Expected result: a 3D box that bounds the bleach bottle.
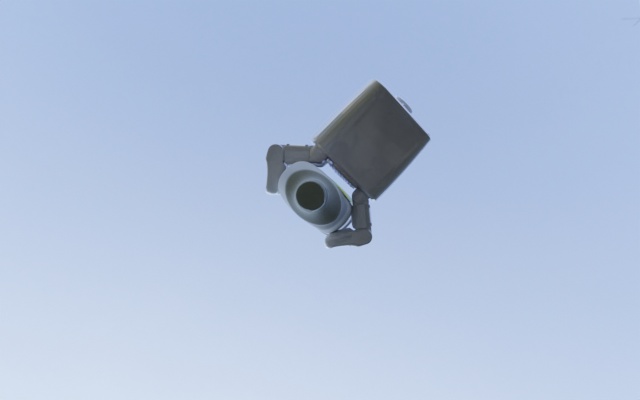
[{"bbox_3d":[0.000,0.002,0.583,0.102,0.068,0.251,44,1,1],"label":"bleach bottle"}]
